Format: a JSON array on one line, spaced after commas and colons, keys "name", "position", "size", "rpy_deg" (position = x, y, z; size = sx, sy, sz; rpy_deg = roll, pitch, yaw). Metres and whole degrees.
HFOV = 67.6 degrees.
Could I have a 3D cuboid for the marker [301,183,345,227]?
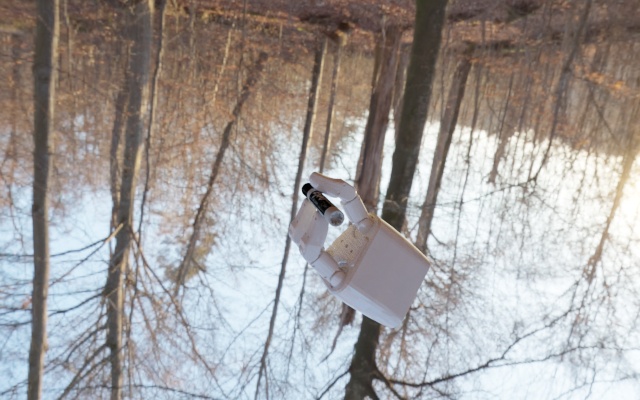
[{"name": "marker", "position": [0.000, 0.002, 0.559], "size": [0.020, 0.020, 0.121], "rpy_deg": [0, 17, -17]}]
